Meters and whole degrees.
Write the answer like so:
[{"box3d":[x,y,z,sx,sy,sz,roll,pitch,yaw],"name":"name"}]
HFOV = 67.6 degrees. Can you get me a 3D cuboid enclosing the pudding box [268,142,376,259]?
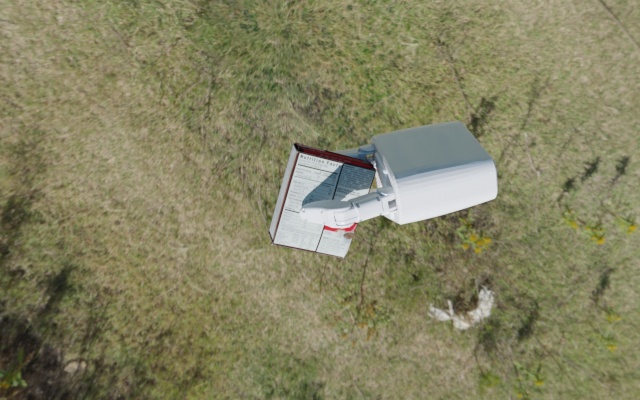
[{"box3d":[0.000,0.002,0.524,0.090,0.113,0.039,13,17,-14],"name":"pudding box"}]
